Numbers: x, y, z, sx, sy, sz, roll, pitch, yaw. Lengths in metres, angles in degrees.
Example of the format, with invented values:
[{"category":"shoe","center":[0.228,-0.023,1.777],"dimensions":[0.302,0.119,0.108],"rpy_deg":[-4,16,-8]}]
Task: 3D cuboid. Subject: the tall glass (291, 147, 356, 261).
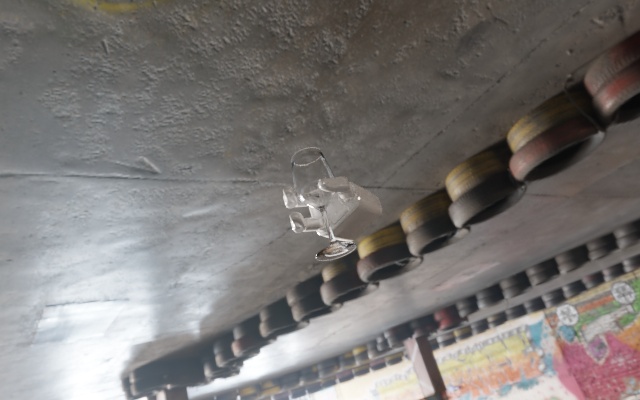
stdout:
[{"category":"tall glass","center":[0.000,0.003,0.867],"dimensions":[0.079,0.201,0.079],"rpy_deg":[-14,-24,-7]}]
